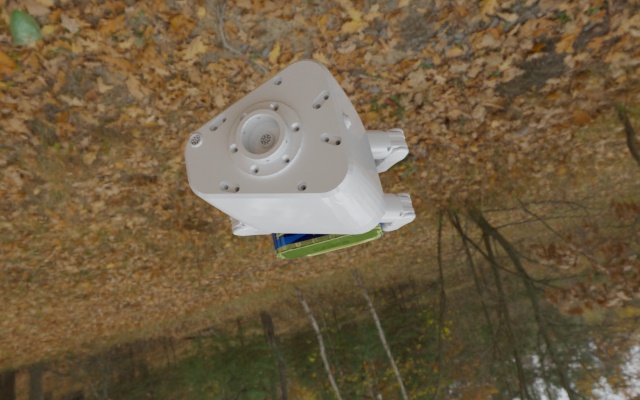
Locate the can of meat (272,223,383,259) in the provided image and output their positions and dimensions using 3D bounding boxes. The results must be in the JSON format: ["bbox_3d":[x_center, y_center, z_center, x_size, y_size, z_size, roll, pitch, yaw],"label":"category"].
[{"bbox_3d":[0.000,0.002,0.433,0.102,0.084,0.057,-16,-17,10],"label":"can of meat"}]
